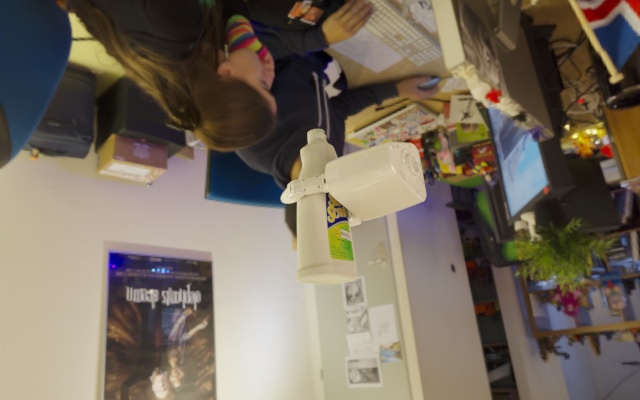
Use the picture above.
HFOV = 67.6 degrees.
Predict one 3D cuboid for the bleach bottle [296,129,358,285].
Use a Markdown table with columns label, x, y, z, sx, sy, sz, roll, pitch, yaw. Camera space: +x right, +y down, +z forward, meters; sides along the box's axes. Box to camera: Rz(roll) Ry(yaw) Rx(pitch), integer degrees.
| label | x | y | z | sx | sy | sz | roll | pitch | yaw |
| --- | --- | --- | --- | --- | --- | --- | --- | --- | --- |
| bleach bottle | 0.000 | 0.003 | 0.754 | 0.068 | 0.250 | 0.102 | -18 | -22 | 32 |
